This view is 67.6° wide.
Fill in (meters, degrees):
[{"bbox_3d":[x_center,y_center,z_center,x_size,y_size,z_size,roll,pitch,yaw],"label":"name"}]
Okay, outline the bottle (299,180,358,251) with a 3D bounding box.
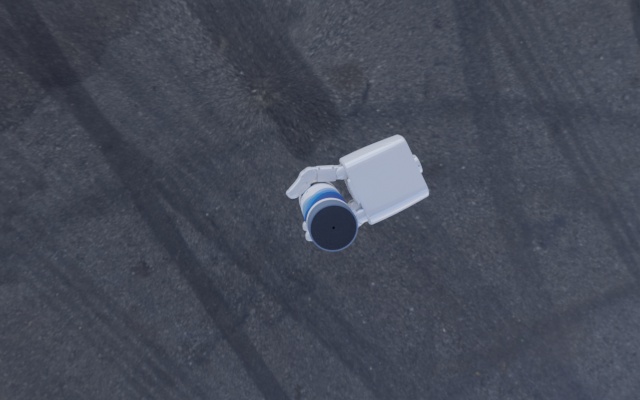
[{"bbox_3d":[0.000,0.003,0.774,0.069,0.069,0.295,0,13,-7],"label":"bottle"}]
